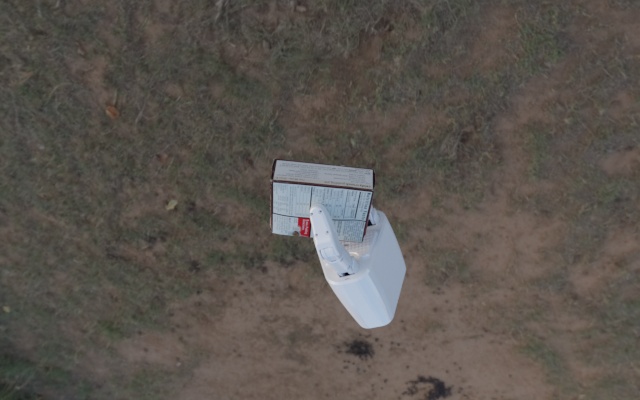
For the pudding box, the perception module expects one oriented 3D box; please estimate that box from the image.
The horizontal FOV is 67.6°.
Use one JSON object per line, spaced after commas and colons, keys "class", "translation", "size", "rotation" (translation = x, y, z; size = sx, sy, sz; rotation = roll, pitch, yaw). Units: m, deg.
{"class": "pudding box", "translation": [0.000, 0.002, 0.535], "size": [0.113, 0.039, 0.090], "rotation": [5, -44, -2]}
